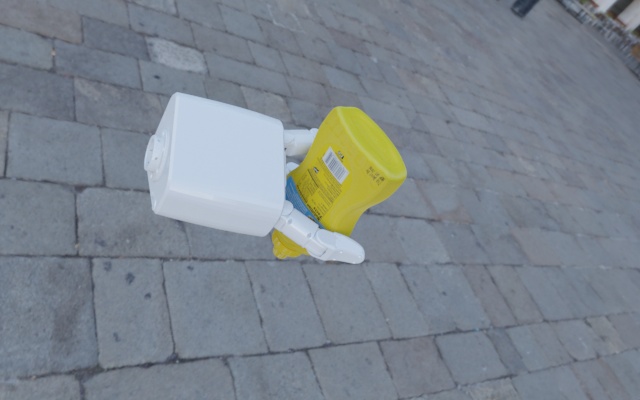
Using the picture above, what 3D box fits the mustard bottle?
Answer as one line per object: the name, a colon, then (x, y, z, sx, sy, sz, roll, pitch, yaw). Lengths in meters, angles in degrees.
mustard bottle: (0.000, 0.001, 0.499, 0.058, 0.096, 0.192, -12, -30, -47)
